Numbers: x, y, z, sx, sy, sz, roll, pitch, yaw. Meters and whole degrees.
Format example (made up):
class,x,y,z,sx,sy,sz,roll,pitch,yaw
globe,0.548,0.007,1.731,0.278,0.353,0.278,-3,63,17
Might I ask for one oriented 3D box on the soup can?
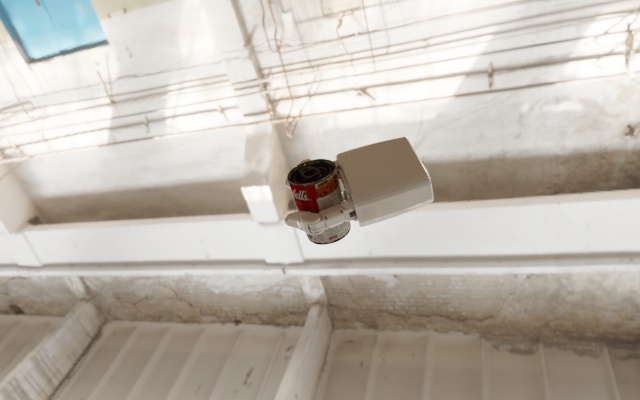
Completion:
class,x,y,z,sx,sy,sz,roll,pitch,yaw
soup can,0.000,0.003,0.667,0.068,0.102,0.068,-12,30,7
